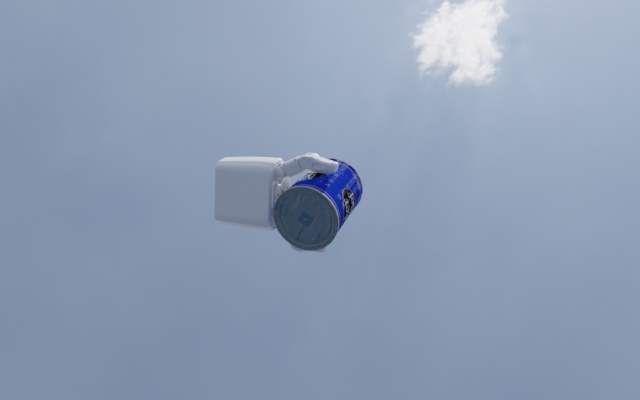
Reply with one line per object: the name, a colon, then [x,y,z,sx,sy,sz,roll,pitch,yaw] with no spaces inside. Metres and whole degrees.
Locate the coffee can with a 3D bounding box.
coffee can: [0.000,0.002,0.760,0.103,0.103,0.140,0,22,21]
